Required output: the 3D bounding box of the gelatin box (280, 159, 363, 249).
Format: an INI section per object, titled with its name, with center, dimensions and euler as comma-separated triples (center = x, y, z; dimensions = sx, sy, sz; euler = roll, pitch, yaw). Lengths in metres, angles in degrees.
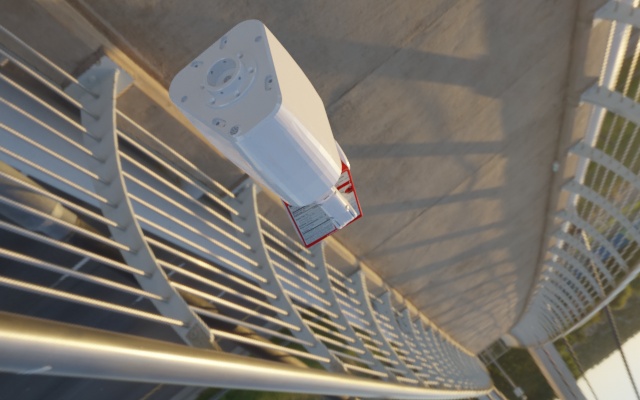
[gelatin box]
center = 0.000, 0.002, 0.501
dimensions = 0.073, 0.030, 0.089
euler = -30, -38, -7
